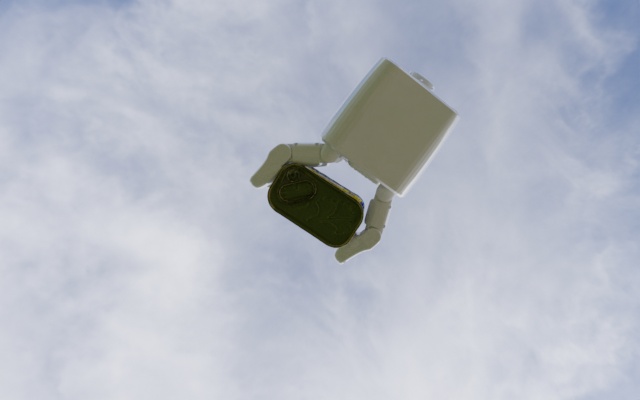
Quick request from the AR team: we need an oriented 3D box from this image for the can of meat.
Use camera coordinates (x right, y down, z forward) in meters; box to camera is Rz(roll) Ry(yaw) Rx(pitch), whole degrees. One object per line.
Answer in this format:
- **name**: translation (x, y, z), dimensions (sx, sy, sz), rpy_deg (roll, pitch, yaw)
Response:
- **can of meat**: translation (0.000, 0.002, 0.537), dimensions (0.102, 0.057, 0.084), rpy_deg (33, 9, 4)
